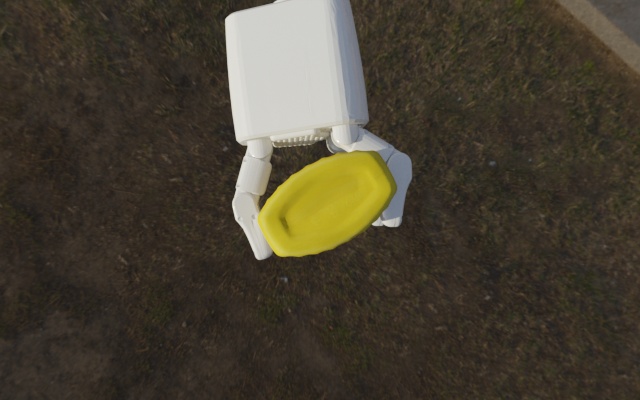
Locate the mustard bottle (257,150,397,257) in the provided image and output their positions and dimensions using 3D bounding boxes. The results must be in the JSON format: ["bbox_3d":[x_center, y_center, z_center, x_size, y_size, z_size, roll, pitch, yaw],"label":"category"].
[{"bbox_3d":[0.000,0.002,0.406,0.096,0.058,0.191,-31,2,-3],"label":"mustard bottle"}]
